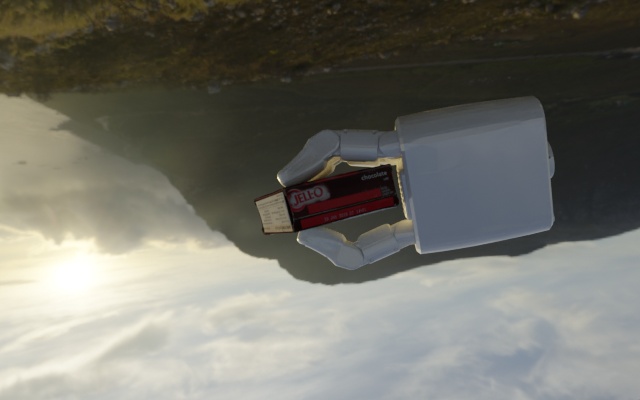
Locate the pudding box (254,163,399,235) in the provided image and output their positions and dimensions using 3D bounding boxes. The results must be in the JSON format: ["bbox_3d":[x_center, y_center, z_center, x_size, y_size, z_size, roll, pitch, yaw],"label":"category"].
[{"bbox_3d":[0.000,0.001,0.403,0.090,0.039,0.113,-13,-2,-19],"label":"pudding box"}]
